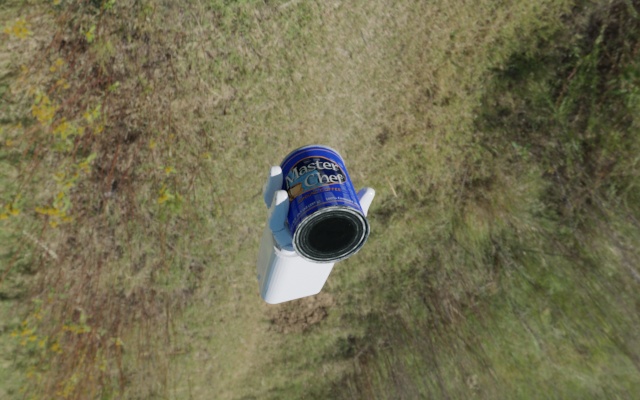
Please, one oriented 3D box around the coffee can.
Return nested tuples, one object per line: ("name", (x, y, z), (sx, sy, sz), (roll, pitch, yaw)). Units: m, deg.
("coffee can", (0.000, 0.002, 0.665), (0.103, 0.103, 0.140), (0, 40, -15))
